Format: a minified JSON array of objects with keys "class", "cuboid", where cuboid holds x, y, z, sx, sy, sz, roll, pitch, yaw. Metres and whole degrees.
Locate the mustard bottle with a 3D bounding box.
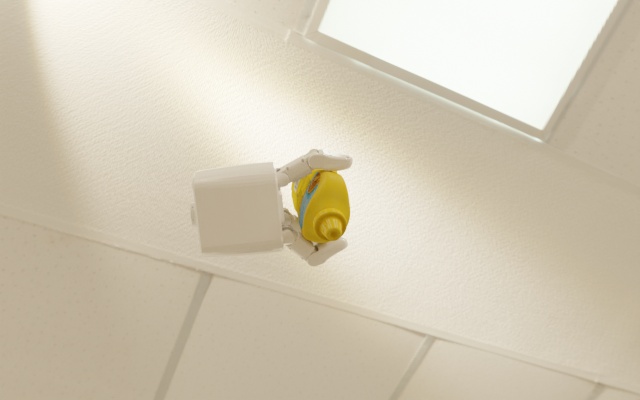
[{"class":"mustard bottle","cuboid":[0.000,0.002,0.645,0.058,0.096,0.191,17,19,-16]}]
